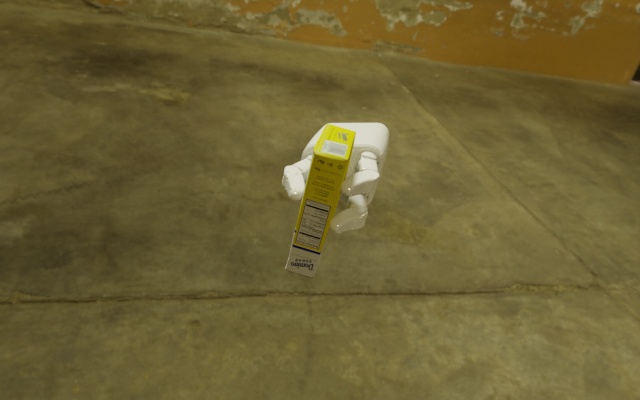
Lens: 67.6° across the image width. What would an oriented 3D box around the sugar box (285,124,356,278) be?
[{"bbox_3d":[0.001,0.002,0.609,0.048,0.176,0.093,14,31,4],"label":"sugar box"}]
